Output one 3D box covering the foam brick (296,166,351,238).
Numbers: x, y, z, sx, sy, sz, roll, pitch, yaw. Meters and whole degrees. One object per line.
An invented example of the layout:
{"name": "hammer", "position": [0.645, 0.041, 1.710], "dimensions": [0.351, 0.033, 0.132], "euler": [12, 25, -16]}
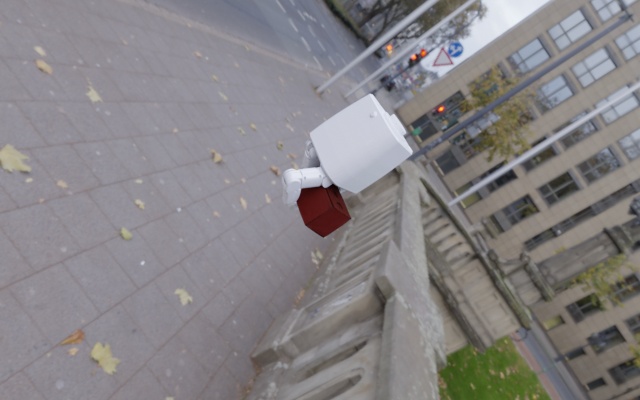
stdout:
{"name": "foam brick", "position": [0.000, 0.003, 0.685], "dimensions": [0.051, 0.078, 0.053], "euler": [-33, -35, 16]}
